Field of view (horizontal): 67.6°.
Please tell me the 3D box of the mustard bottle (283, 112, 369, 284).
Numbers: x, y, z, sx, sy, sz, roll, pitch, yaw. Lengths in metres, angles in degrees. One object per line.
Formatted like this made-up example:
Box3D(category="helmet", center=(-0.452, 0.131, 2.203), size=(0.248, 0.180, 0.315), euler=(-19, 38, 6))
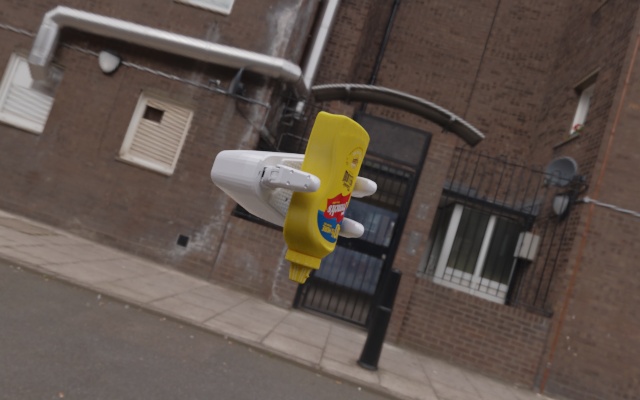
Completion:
Box3D(category="mustard bottle", center=(0.000, 0.002, 0.555), size=(0.058, 0.191, 0.096), euler=(16, -5, 22))
